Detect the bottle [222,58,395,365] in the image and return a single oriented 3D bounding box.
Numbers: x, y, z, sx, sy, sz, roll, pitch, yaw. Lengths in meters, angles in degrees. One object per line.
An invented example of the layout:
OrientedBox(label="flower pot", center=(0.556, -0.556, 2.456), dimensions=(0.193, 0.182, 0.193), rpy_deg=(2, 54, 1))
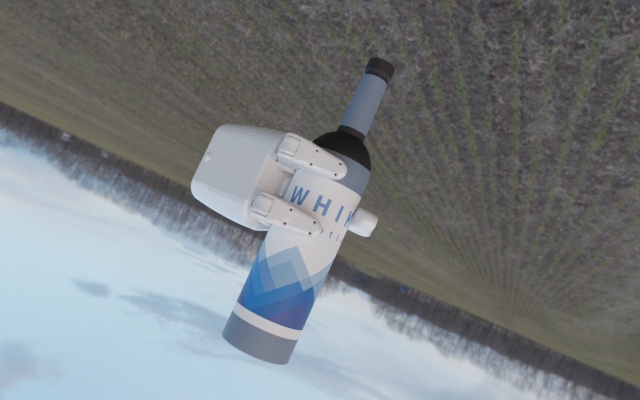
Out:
OrientedBox(label="bottle", center=(0.000, 0.002, 0.451), dimensions=(0.069, 0.295, 0.069), rpy_deg=(24, -5, 2))
